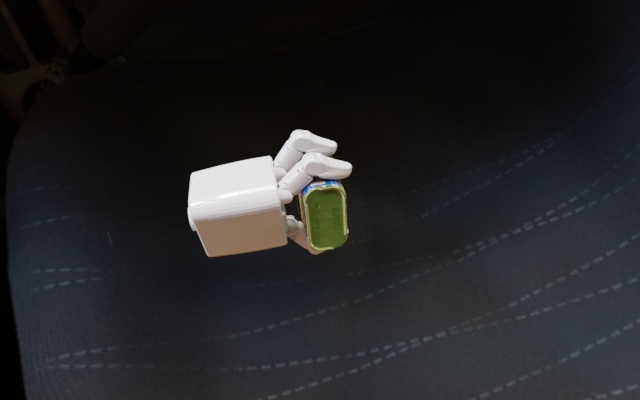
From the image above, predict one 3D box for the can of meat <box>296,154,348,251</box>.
[{"bbox_3d":[0.000,0.002,0.616,0.057,0.102,0.084,-9,34,-6],"label":"can of meat"}]
